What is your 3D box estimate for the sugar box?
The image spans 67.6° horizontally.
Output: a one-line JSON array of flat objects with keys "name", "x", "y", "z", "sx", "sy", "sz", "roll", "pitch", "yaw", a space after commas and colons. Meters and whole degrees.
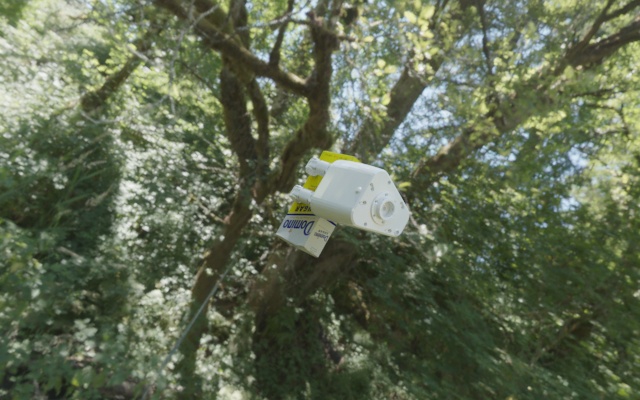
[{"name": "sugar box", "x": 0.000, "y": 0.002, "z": 0.824, "sx": 0.048, "sy": 0.176, "sz": 0.093, "roll": 38, "pitch": -12, "yaw": -35}]
